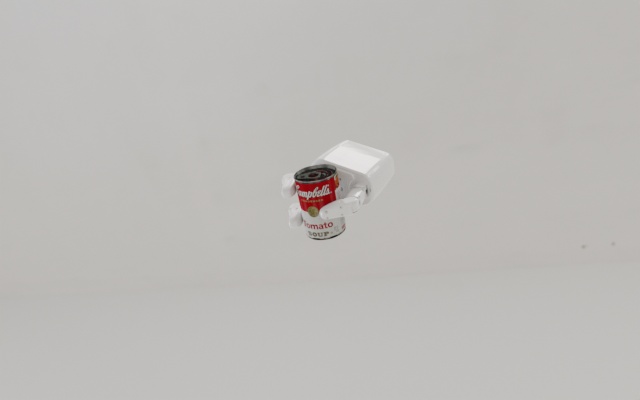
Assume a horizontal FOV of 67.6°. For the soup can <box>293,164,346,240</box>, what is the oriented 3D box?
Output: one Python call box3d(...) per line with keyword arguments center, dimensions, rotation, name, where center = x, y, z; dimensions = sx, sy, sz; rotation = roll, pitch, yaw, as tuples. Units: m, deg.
box3d(center=(0.000, 0.003, 0.750), dimensions=(0.068, 0.102, 0.068), rotation=(-9, 25, 4), name="soup can")
